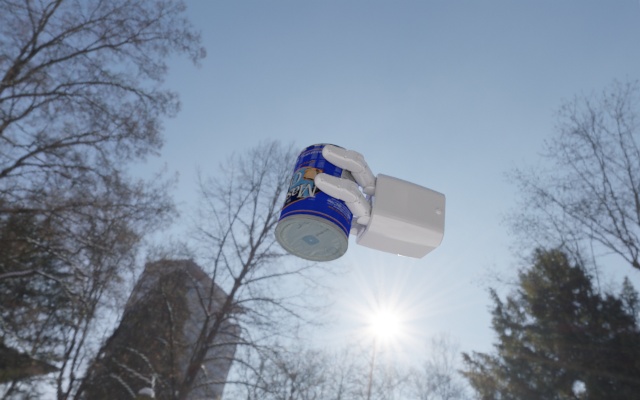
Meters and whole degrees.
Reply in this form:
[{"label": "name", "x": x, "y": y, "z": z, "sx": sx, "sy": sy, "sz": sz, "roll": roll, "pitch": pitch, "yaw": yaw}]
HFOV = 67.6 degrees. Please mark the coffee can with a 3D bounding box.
[{"label": "coffee can", "x": 0.000, "y": 0.002, "z": 0.691, "sx": 0.103, "sy": 0.140, "sz": 0.103, "roll": 9, "pitch": -38, "yaw": 7}]
